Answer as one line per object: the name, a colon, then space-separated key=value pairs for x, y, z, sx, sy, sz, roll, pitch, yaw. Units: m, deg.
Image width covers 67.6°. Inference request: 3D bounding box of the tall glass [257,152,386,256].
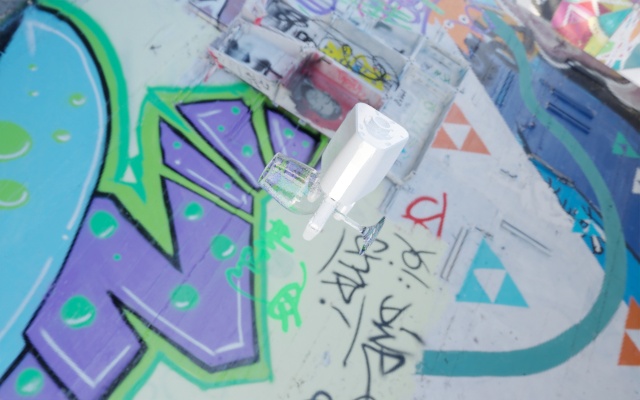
tall glass: x=0.001 y=0.003 z=0.759 sx=0.201 sy=0.079 sz=0.079 roll=33 pitch=0 yaw=0
